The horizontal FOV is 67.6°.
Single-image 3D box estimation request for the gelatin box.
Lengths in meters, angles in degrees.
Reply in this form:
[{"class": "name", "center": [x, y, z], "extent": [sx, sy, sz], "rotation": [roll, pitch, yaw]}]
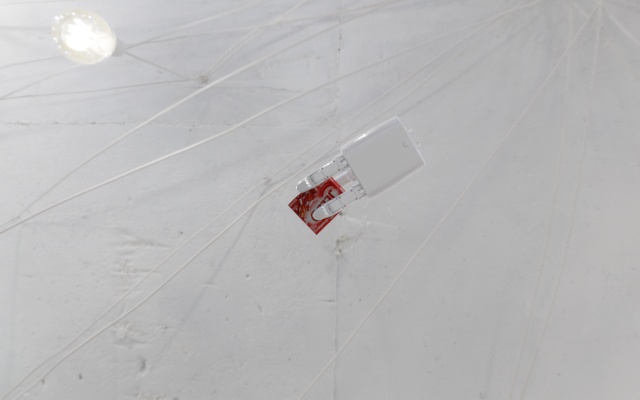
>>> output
[{"class": "gelatin box", "center": [0.000, 0.003, 0.822], "extent": [0.089, 0.073, 0.030], "rotation": [-44, -1, 16]}]
